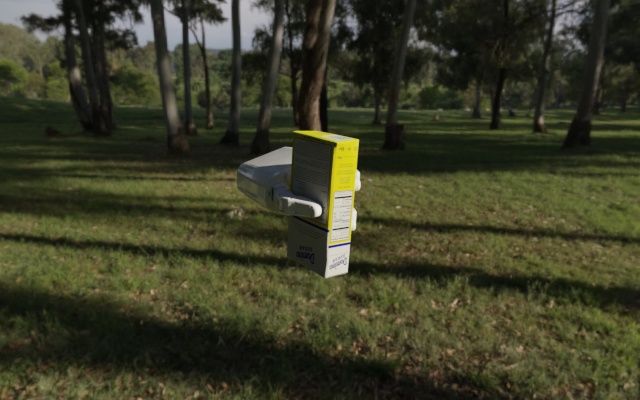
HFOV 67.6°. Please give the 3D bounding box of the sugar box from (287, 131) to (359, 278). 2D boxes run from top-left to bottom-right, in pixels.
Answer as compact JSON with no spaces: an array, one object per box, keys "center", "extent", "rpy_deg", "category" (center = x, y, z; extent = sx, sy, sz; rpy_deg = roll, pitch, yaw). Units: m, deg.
[{"center":[0.000,0.002,0.626],"extent":[0.048,0.176,0.093],"rpy_deg":[-9,20,-36],"category":"sugar box"}]
